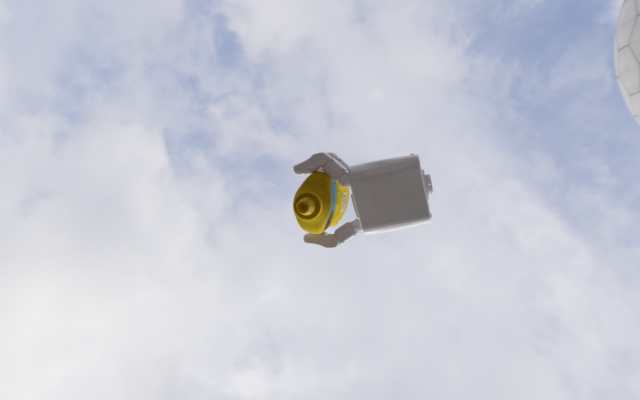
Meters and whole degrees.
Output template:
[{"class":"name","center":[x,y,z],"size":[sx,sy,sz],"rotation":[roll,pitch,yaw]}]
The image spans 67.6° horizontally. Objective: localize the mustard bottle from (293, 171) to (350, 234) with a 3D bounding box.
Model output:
[{"class":"mustard bottle","center":[0.000,0.002,0.750],"size":[0.058,0.096,0.191],"rotation":[13,8,13]}]
